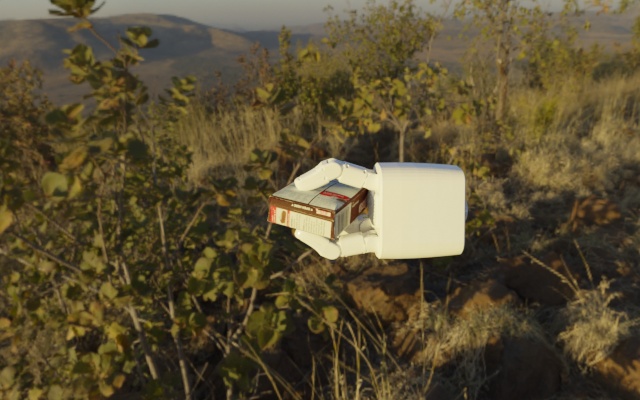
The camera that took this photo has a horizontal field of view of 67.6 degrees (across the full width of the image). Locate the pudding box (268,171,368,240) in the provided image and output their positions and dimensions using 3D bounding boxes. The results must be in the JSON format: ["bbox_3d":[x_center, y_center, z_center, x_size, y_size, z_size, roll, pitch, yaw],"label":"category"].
[{"bbox_3d":[0.000,0.002,0.599,0.090,0.039,0.113,13,23,22],"label":"pudding box"}]
